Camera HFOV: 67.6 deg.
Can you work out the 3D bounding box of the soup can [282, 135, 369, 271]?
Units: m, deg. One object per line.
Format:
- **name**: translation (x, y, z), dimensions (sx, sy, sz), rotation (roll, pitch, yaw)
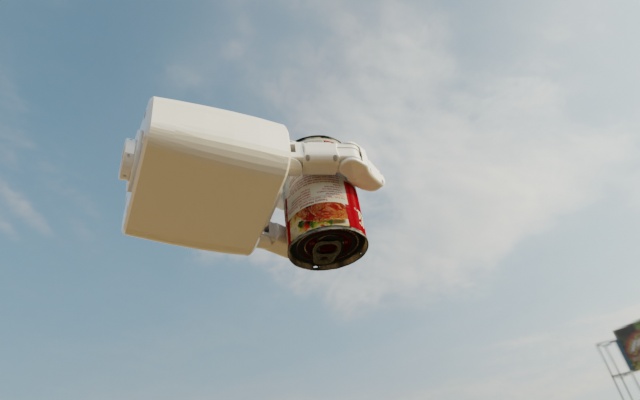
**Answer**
- **soup can**: translation (0.001, 0.001, 0.423), dimensions (0.068, 0.102, 0.069), rotation (-6, -36, -4)
